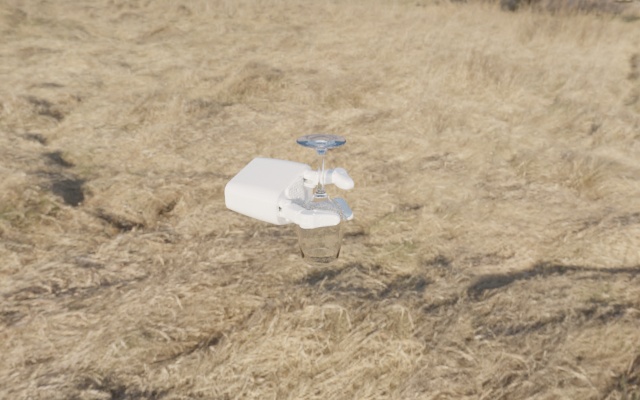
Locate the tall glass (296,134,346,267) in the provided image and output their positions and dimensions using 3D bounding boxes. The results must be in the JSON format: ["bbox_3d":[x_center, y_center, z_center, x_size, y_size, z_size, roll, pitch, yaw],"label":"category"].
[{"bbox_3d":[0.000,0.002,0.745,0.079,0.201,0.079,0,23,0],"label":"tall glass"}]
